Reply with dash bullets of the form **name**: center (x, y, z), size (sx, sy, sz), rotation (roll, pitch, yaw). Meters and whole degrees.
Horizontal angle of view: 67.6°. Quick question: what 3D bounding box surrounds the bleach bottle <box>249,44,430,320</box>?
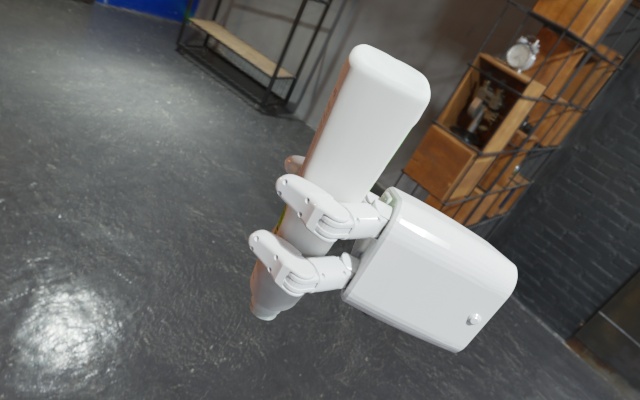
- **bleach bottle**: center (0.000, 0.001, 0.406), size (0.068, 0.251, 0.102), rotation (27, 27, -3)
